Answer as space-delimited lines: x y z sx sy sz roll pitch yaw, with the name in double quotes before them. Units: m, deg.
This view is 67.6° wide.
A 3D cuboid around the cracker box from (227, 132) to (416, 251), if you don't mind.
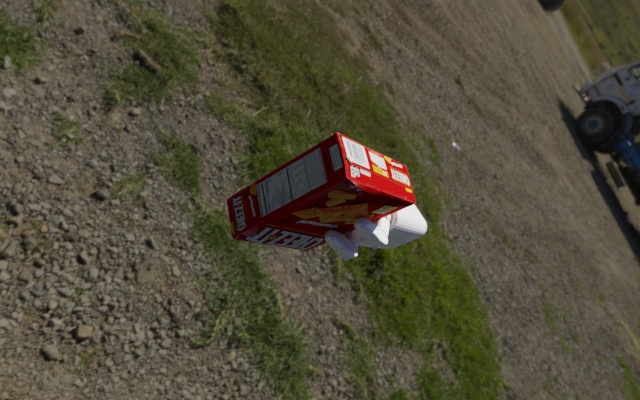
"cracker box" 0.000 0.002 0.679 0.214 0.072 0.164 -28 -28 33
